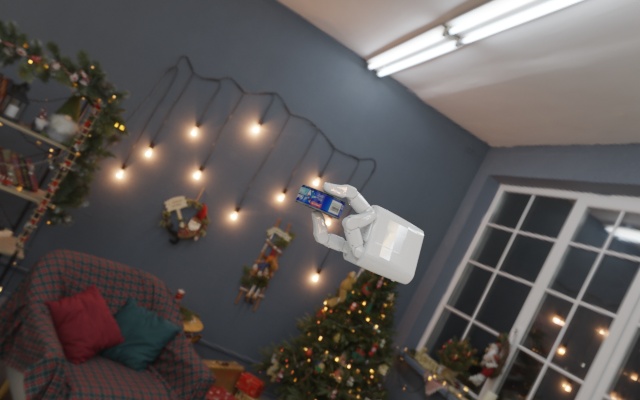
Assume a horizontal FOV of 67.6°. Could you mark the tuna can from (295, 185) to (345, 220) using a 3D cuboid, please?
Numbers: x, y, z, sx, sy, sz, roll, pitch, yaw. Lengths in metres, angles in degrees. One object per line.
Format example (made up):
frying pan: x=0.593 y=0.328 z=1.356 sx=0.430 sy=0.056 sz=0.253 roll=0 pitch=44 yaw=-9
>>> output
tuna can: x=0.000 y=0.002 z=0.850 sx=0.086 sy=0.034 sz=0.086 roll=23 pitch=-2 yaw=1
